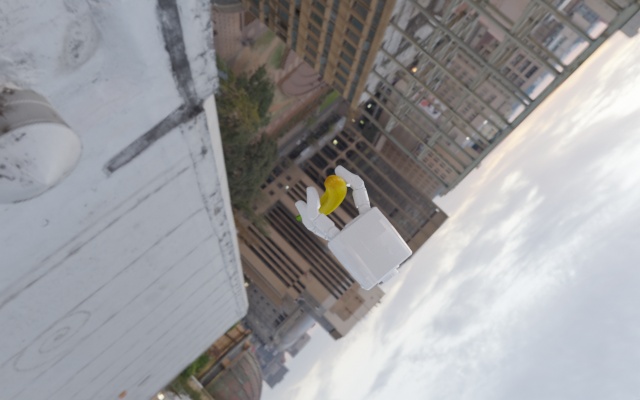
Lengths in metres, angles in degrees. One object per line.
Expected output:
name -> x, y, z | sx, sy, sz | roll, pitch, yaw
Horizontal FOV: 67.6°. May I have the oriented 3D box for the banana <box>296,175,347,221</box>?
banana -> 0.014, -0.004, 0.890 | 0.069, 0.037, 0.198 | -28, -12, -27
